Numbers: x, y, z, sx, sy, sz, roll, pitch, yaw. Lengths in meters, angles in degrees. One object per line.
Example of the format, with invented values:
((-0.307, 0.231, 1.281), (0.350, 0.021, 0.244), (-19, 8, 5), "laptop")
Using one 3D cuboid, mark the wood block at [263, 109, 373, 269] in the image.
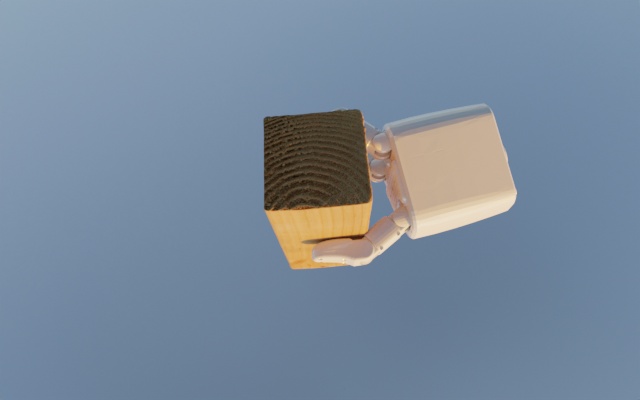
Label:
((0.001, 0.002, 0.494), (0.090, 0.090, 0.206), (-4, -22, 1), "wood block")
